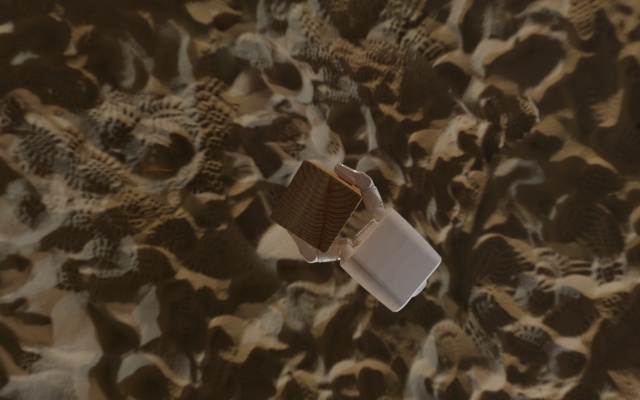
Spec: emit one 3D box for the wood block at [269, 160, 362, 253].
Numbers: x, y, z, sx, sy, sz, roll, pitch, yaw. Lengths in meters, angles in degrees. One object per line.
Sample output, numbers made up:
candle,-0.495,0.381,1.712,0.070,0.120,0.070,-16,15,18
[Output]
wood block,0.001,0.002,0.705,0.090,0.091,0.206,33,5,1
